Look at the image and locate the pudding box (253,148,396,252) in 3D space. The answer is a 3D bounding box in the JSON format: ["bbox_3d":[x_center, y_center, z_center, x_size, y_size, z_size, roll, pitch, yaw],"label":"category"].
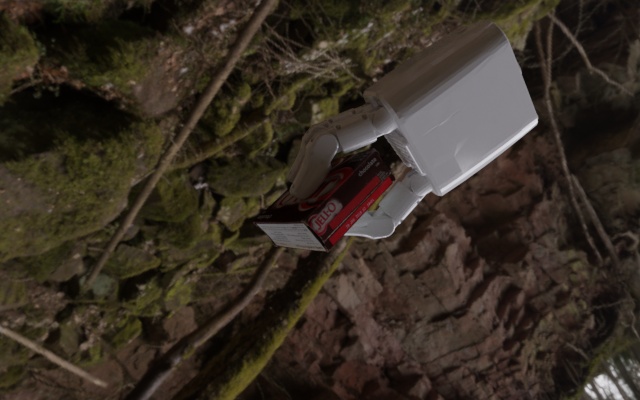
[{"bbox_3d":[0.000,0.001,0.423,0.090,0.039,0.113,-44,15,-23],"label":"pudding box"}]
